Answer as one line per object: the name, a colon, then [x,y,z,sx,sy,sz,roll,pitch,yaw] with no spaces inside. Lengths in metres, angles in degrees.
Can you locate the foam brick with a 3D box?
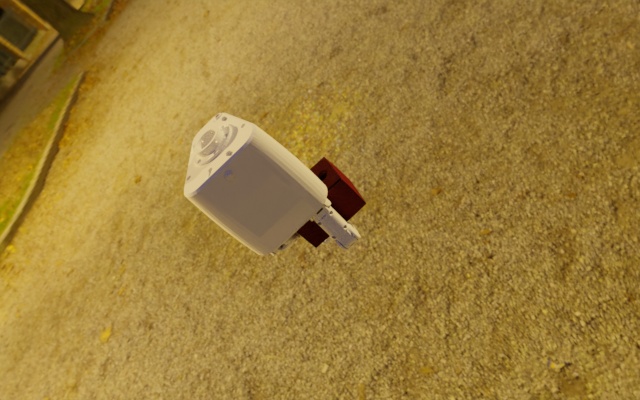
foam brick: [0.000,0.002,0.528,0.051,0.078,0.053,43,8,-35]
